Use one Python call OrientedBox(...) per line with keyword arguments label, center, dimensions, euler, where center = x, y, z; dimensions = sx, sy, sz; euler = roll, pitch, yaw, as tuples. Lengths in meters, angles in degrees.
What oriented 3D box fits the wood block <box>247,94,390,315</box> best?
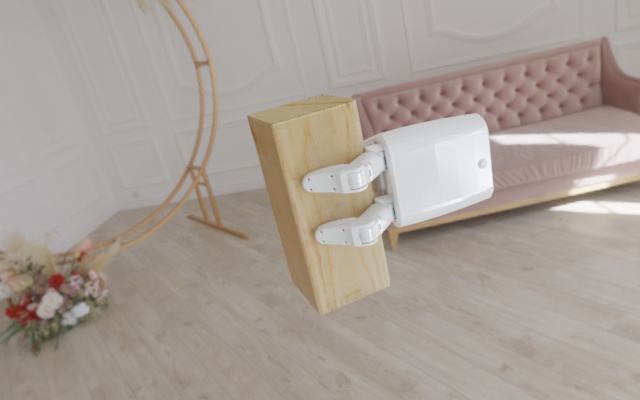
OrientedBox(label="wood block", center=(0.000, 0.001, 0.510), dimensions=(0.090, 0.206, 0.090), euler=(-19, 22, -17))
